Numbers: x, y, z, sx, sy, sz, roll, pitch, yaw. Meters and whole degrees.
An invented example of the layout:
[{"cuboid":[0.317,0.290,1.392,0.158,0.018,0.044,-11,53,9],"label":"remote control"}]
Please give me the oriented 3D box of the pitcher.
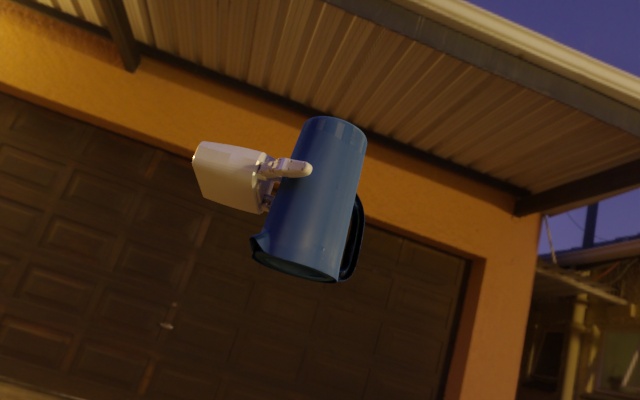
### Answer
[{"cuboid":[0.000,0.002,0.742,0.145,0.242,0.149,13,-18,12],"label":"pitcher"}]
